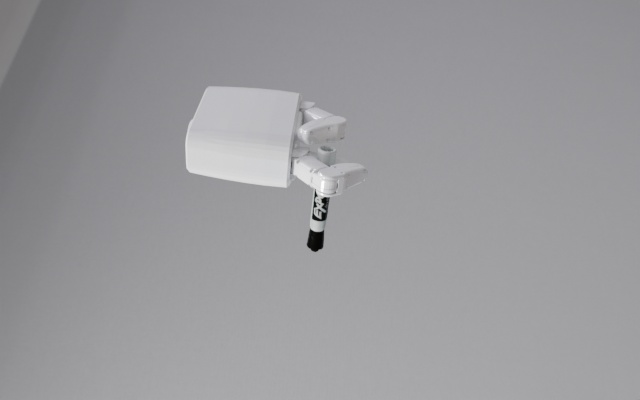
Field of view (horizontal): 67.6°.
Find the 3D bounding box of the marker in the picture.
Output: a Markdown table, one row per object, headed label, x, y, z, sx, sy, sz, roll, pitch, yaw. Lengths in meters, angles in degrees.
| label | x | y | z | sx | sy | sz | roll | pitch | yaw |
| --- | --- | --- | --- | --- | --- | --- | --- | --- | --- |
| marker | 0.000 | 0.002 | 0.502 | 0.020 | 0.121 | 0.020 | 6 | 28 | -3 |
